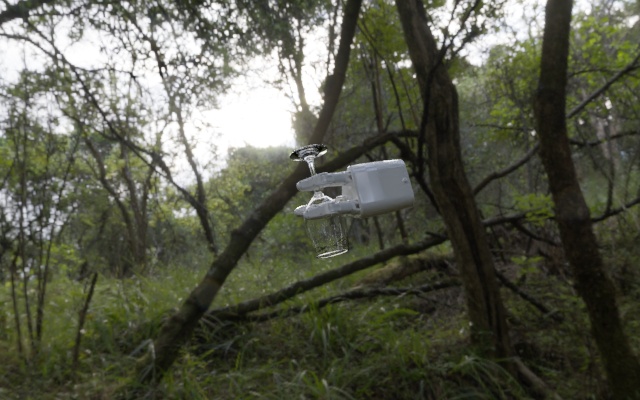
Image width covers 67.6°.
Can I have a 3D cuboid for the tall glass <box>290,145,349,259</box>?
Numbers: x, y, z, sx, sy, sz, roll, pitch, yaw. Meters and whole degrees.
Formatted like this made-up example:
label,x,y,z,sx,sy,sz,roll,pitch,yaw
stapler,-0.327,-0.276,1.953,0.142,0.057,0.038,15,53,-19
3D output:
label,x,y,z,sx,sy,sz,roll,pitch,yaw
tall glass,0.000,0.002,0.887,0.079,0.201,0.079,-13,-13,-3
